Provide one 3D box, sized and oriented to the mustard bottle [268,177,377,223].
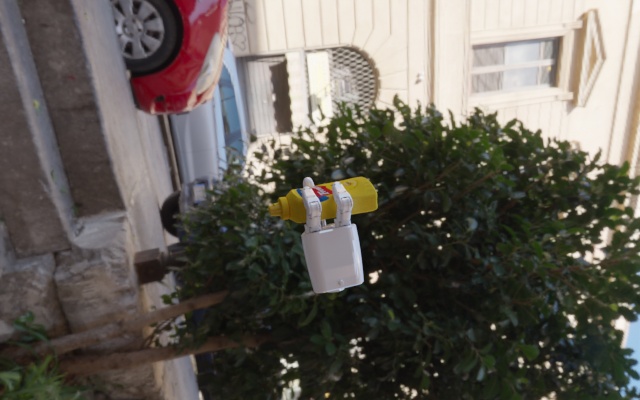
[{"bbox_3d":[0.000,0.002,0.872,0.191,0.058,0.096,-11,25,-14],"label":"mustard bottle"}]
